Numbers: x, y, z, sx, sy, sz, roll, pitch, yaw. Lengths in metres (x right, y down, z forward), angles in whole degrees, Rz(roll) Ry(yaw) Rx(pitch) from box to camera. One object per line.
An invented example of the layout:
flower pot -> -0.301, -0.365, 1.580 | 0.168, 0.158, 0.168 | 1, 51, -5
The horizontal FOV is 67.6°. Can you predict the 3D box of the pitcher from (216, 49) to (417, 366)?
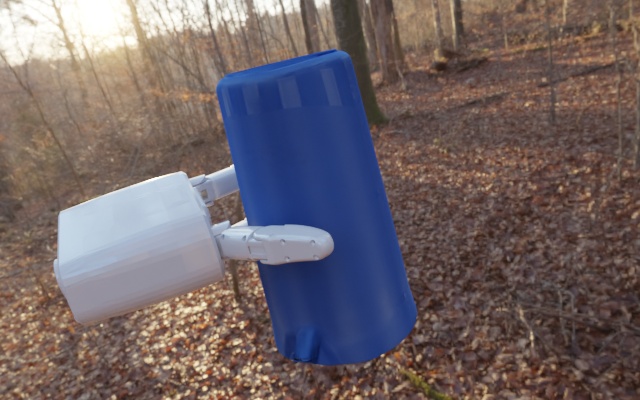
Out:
pitcher -> 0.000, 0.001, 0.415 | 0.145, 0.243, 0.149 | -18, 18, -16
